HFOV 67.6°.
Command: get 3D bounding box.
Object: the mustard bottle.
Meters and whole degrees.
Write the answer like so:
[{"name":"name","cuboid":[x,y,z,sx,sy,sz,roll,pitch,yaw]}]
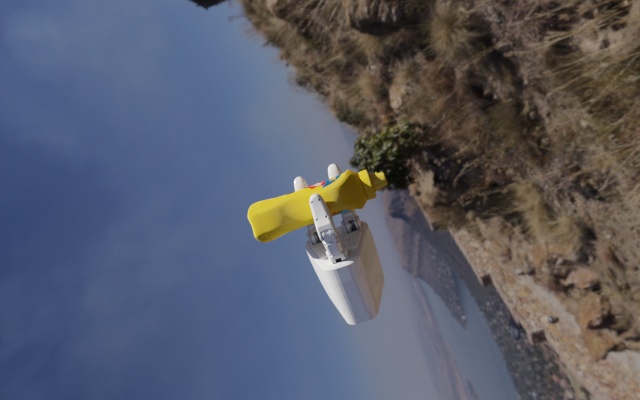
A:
[{"name":"mustard bottle","cuboid":[0.000,0.002,0.665,0.191,0.058,0.096,-19,0,6]}]
